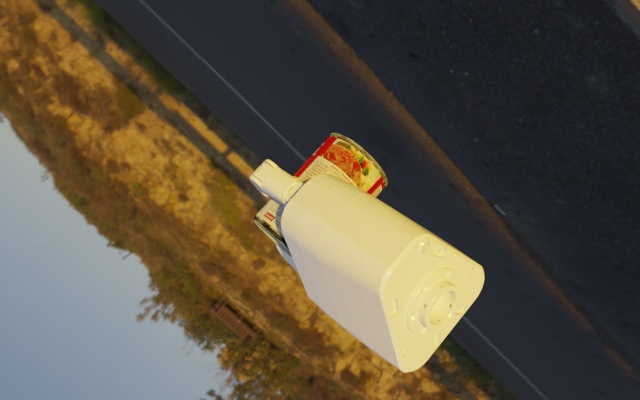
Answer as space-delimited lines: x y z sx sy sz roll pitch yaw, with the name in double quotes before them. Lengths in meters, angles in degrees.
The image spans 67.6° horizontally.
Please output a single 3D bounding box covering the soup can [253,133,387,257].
"soup can" 0.000 0.001 0.415 0.068 0.102 0.068 40 -10 9
